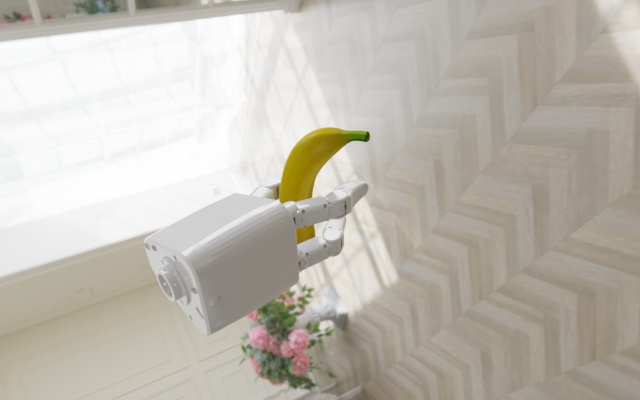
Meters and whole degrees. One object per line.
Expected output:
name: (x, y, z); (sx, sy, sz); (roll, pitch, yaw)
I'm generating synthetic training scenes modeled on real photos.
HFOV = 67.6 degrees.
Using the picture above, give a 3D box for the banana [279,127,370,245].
banana: (-0.014, -0.011, 0.521); (0.069, 0.198, 0.037); (37, 46, 12)
